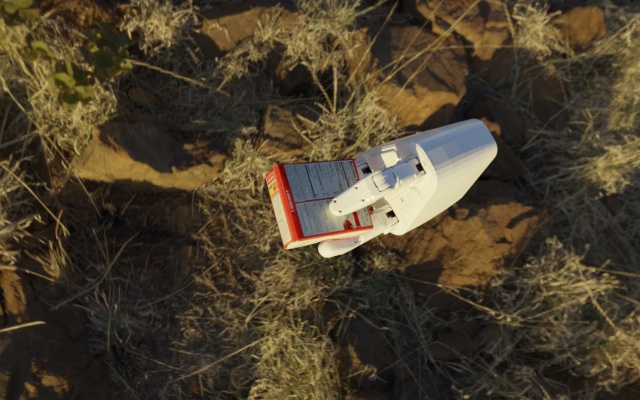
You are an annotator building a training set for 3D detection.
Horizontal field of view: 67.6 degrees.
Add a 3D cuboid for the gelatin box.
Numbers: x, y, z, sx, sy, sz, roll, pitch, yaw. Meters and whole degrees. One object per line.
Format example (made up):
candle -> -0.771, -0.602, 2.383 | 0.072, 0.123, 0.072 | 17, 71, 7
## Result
gelatin box -> 0.000, 0.001, 0.447 | 0.089, 0.073, 0.030 | -7, -16, -33
